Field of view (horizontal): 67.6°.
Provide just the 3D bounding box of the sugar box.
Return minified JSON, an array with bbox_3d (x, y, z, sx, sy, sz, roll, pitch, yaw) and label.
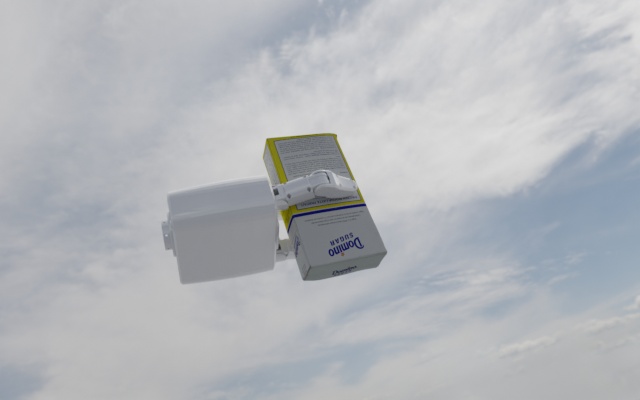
[{"bbox_3d":[0.000,0.002,0.554,0.093,0.176,0.048,-8,-30,-20],"label":"sugar box"}]
